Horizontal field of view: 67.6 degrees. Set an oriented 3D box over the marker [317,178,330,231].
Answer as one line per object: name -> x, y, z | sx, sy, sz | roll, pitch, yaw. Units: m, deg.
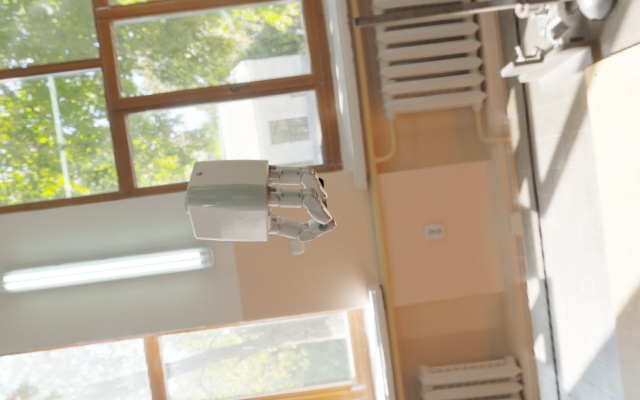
marker -> 0.000, 0.002, 0.726 | 0.020, 0.020, 0.121 | 0, 35, -5
